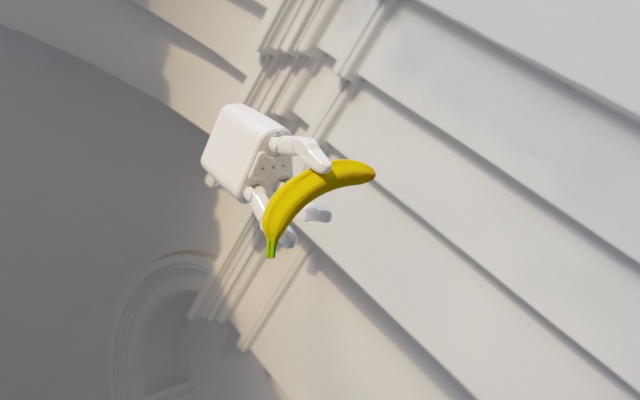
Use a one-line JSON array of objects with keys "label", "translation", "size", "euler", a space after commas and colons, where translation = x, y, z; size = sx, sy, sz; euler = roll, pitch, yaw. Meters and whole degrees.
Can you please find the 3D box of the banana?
[{"label": "banana", "translation": [-0.006, -0.011, 0.607], "size": [0.197, 0.070, 0.037], "euler": [-36, 42, -26]}]
